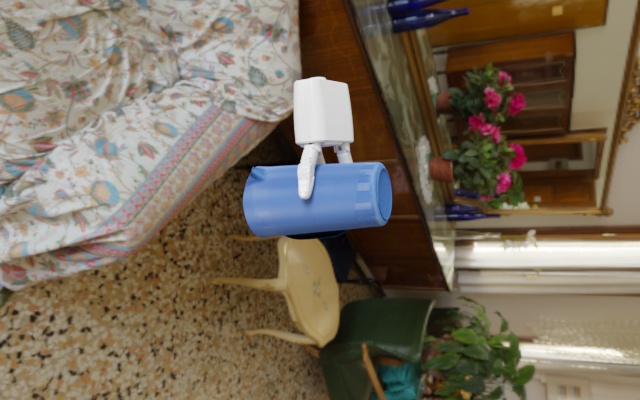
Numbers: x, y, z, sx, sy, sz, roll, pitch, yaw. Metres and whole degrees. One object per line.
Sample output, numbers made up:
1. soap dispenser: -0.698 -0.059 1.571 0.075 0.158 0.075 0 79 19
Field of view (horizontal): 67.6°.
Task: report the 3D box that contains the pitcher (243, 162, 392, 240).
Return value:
1. pitcher: 0.000 0.003 0.848 0.243 0.145 0.149 -3 1 23
